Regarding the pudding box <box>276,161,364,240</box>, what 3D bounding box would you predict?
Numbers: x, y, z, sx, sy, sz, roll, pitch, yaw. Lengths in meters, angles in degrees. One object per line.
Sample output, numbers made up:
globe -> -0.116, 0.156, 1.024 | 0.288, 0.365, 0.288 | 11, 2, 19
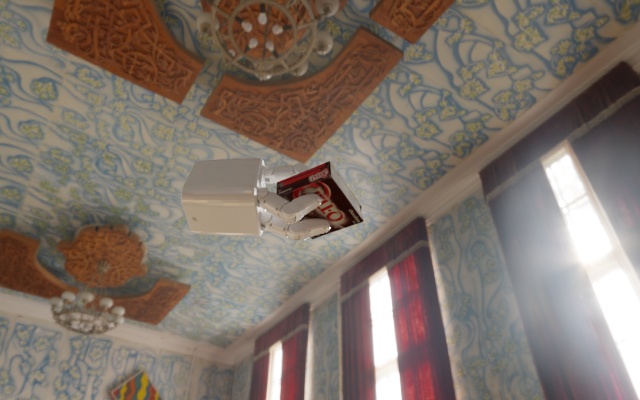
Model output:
pudding box -> 0.000, 0.002, 0.707 | 0.090, 0.039, 0.113 | -20, -44, 21
